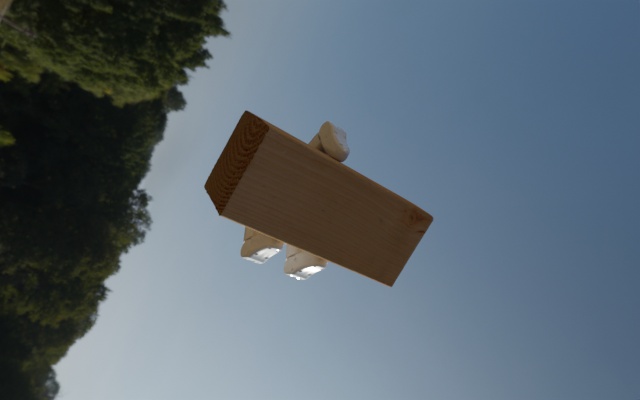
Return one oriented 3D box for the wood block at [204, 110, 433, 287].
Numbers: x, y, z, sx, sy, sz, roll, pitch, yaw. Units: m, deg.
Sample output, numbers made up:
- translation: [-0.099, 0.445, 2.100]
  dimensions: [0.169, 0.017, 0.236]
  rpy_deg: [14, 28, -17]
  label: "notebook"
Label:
- translation: [0.000, 0.001, 0.490]
  dimensions: [0.206, 0.091, 0.090]
  rpy_deg: [26, 8, -29]
  label: "wood block"
